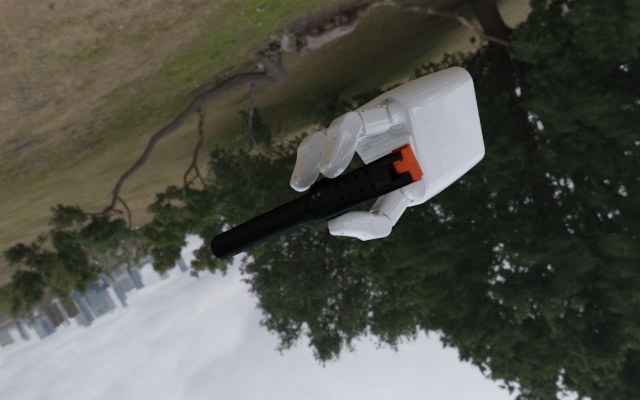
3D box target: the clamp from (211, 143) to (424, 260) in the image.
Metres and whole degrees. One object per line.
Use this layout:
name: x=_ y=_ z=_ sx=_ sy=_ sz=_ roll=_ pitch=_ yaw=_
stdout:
clamp: x=0.001 y=0.002 z=0.424 sx=0.164 sy=0.036 sz=0.210 roll=-28 pitch=3 yaw=-32
